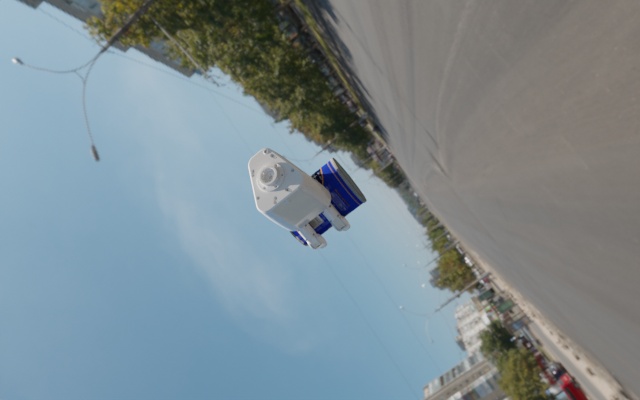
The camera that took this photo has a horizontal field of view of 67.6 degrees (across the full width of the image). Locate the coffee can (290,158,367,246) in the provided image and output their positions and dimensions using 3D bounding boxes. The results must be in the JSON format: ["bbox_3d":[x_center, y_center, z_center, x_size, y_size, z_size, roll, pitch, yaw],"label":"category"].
[{"bbox_3d":[0.000,0.003,0.892,0.140,0.103,0.103,-38,-7,8],"label":"coffee can"}]
